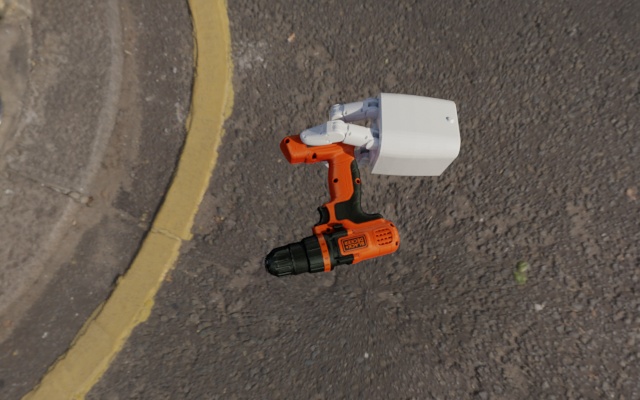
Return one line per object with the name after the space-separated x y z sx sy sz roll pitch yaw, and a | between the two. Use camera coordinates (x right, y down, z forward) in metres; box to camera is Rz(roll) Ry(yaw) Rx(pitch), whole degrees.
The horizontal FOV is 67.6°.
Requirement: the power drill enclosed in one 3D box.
0.000 0.002 0.653 0.184 0.187 0.057 -12 -8 -11 | power drill
